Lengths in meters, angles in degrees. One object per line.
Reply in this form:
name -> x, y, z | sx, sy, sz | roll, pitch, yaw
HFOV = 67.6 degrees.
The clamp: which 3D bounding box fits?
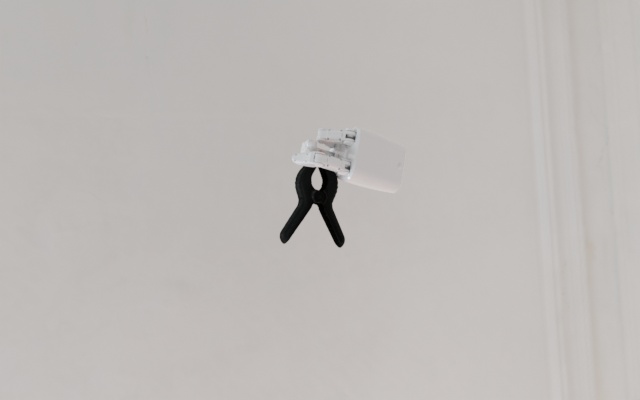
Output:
clamp -> 0.000, 0.003, 0.834 | 0.120, 0.171, 0.039 | 17, -8, -30
